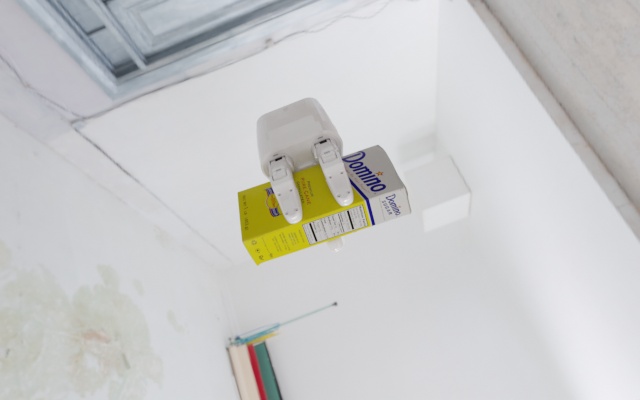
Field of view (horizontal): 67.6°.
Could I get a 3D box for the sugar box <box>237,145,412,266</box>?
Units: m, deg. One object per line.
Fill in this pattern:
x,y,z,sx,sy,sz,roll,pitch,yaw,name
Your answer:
0.000,0.001,0.525,0.176,0.048,0.093,-21,38,2,sugar box
